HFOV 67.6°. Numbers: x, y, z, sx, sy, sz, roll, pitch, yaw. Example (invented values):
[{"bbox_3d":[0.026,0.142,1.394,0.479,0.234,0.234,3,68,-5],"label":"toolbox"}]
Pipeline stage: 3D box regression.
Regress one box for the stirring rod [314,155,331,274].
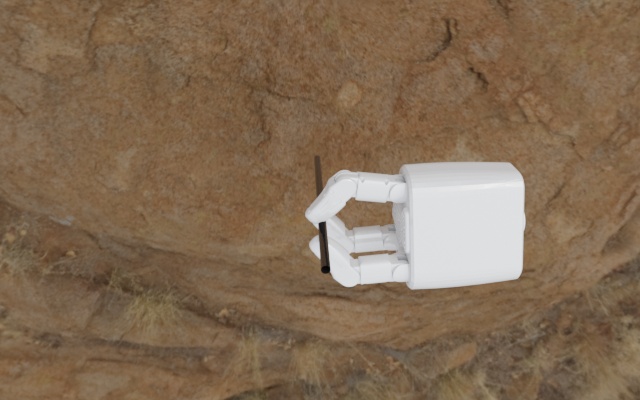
[{"bbox_3d":[0.000,0.002,0.496,0.011,0.011,0.239,0,27,-2],"label":"stirring rod"}]
